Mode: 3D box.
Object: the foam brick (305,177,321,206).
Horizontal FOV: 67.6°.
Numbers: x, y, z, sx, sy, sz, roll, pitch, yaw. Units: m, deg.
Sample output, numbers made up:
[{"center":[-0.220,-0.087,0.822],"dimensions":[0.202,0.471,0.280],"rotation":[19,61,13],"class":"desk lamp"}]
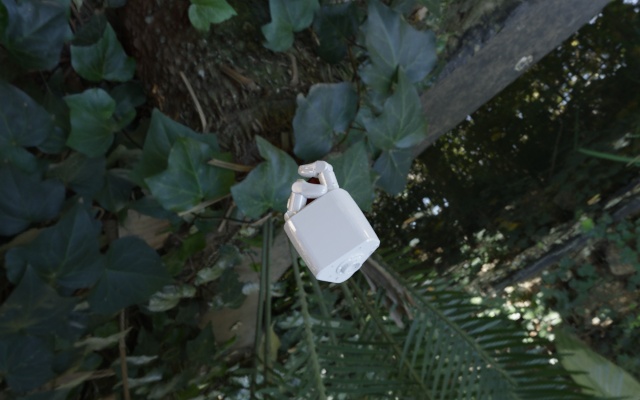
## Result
[{"center":[0.000,0.003,0.821],"dimensions":[0.053,0.051,0.078],"rotation":[-44,-31,14],"class":"foam brick"}]
